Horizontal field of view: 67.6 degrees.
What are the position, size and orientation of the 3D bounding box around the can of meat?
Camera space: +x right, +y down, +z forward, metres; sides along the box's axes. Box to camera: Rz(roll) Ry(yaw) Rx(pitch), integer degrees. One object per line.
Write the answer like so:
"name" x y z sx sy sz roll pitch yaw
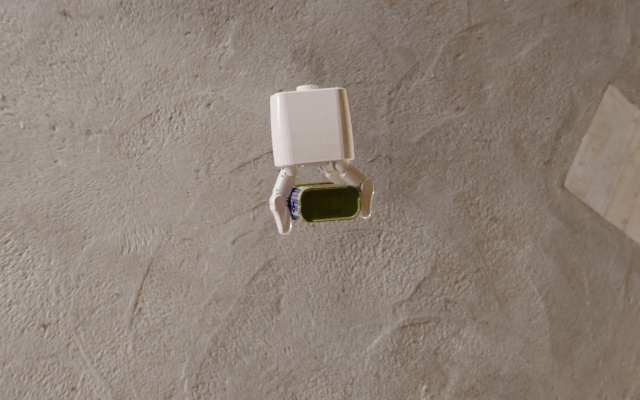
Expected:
"can of meat" 0.000 0.002 0.720 0.102 0.057 0.084 -4 4 -21
